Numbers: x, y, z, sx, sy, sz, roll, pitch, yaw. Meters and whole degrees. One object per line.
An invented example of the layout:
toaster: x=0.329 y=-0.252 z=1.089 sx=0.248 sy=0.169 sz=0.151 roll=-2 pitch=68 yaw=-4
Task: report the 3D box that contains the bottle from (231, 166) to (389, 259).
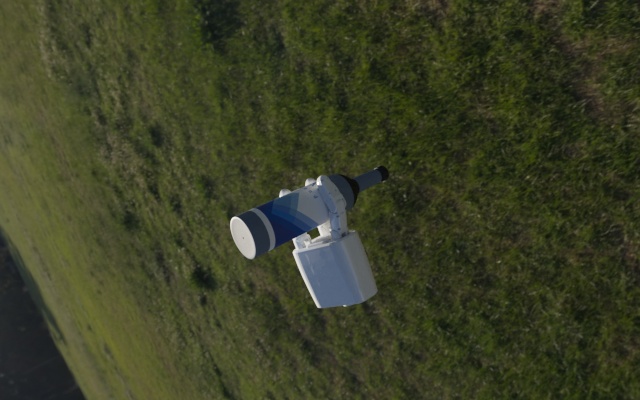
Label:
bottle: x=0.000 y=0.003 z=0.764 sx=0.295 sy=0.069 sz=0.069 roll=-25 pitch=14 yaw=-33
